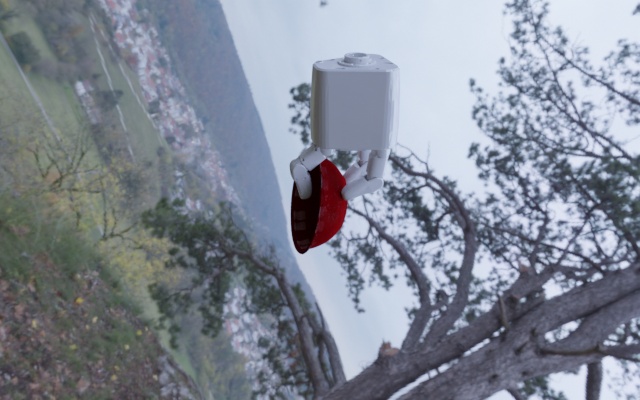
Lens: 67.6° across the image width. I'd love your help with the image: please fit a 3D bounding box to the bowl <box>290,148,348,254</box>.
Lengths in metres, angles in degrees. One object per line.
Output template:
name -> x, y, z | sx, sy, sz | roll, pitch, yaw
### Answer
bowl -> 0.000, 0.003, 0.726 | 0.055, 0.162, 0.162 | 6, -2, -18
